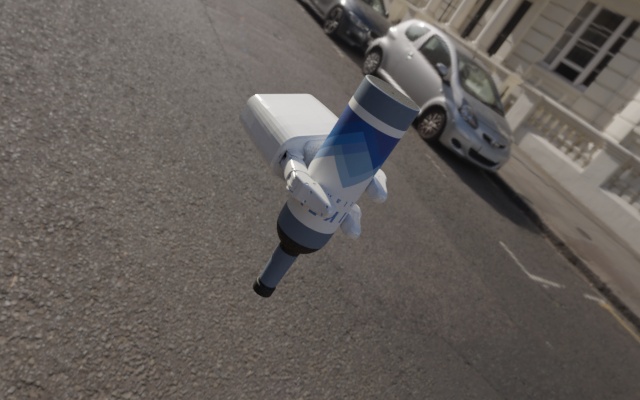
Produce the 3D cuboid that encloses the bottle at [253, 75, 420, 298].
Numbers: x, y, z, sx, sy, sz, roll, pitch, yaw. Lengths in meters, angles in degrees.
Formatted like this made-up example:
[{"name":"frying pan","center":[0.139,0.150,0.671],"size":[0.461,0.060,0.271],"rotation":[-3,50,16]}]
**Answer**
[{"name":"bottle","center":[0.000,0.002,0.547],"size":[0.069,0.296,0.069],"rotation":[27,25,-14]}]
